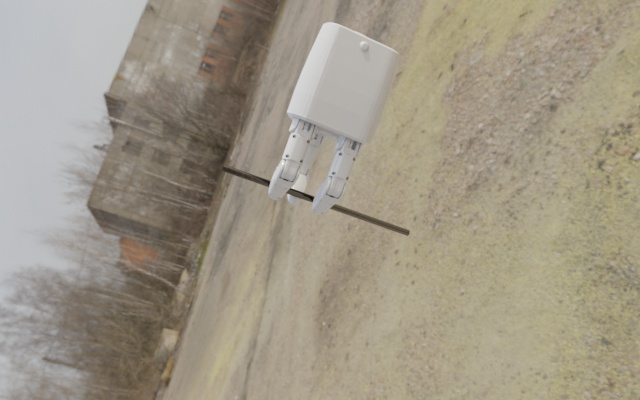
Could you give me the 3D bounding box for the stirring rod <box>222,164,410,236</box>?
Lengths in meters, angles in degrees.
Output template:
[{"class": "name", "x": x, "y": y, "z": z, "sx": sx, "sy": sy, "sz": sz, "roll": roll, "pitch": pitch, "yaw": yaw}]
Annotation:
[{"class": "stirring rod", "x": 0.000, "y": 0.002, "z": 0.567, "sx": 0.239, "sy": 0.011, "sz": 0.011, "roll": 20, "pitch": -5, "yaw": -15}]
